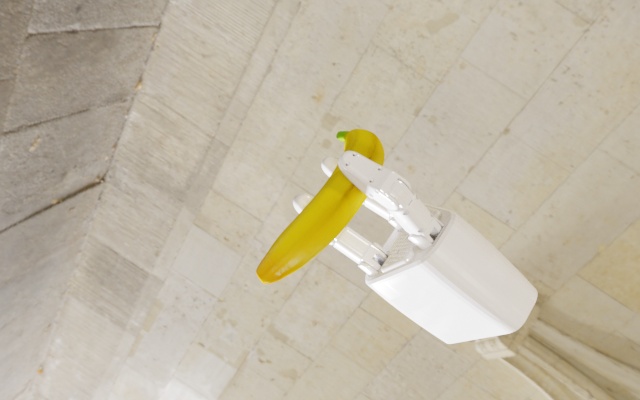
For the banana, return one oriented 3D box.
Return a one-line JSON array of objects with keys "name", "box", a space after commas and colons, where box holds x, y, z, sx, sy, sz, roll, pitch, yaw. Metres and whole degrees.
[{"name": "banana", "box": [0.013, -0.007, 0.411, 0.070, 0.037, 0.197, -27, 23, 44]}]
